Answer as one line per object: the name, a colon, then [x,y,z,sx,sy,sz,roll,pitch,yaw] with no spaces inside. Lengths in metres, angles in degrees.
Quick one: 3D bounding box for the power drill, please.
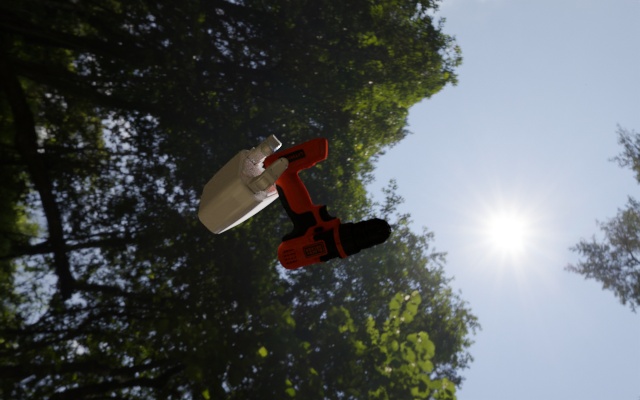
power drill: [0.000,0.002,0.742,0.184,0.187,0.057,-17,-2,14]
